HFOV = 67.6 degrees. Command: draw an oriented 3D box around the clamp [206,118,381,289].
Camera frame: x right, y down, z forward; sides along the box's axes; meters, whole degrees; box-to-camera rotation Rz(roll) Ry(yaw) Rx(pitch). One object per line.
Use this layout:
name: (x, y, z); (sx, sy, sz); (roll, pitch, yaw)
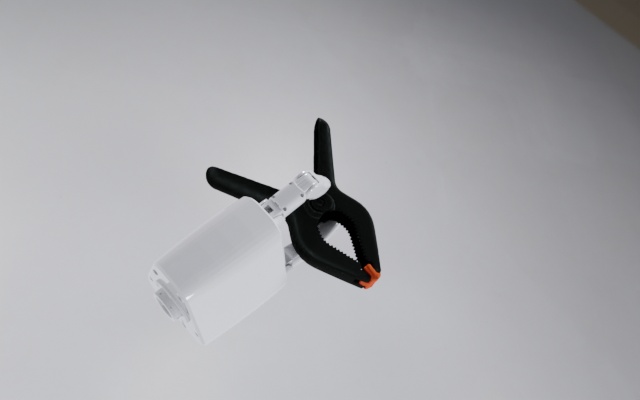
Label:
clamp: (0.000, 0.002, 0.528); (0.164, 0.210, 0.036); (-37, -15, -28)
